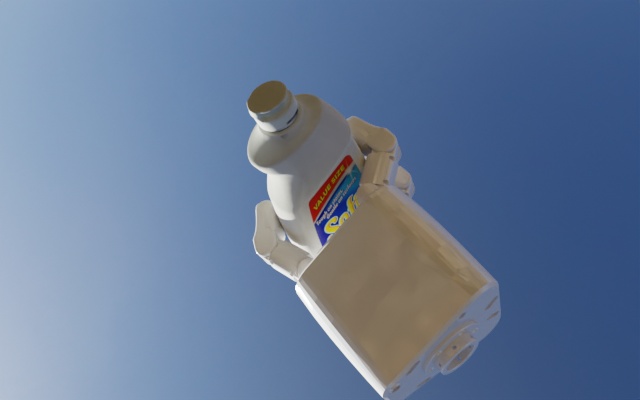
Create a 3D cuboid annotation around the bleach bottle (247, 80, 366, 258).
[{"bbox_3d":[0.000,0.001,0.410,0.068,0.102,0.251,45,-7,37],"label":"bleach bottle"}]
